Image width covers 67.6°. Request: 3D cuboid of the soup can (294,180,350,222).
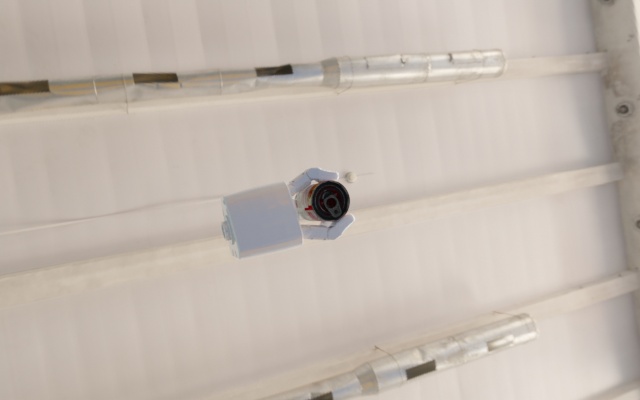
[{"bbox_3d":[0.000,0.002,0.823,0.068,0.068,0.102,0,-2,-20],"label":"soup can"}]
